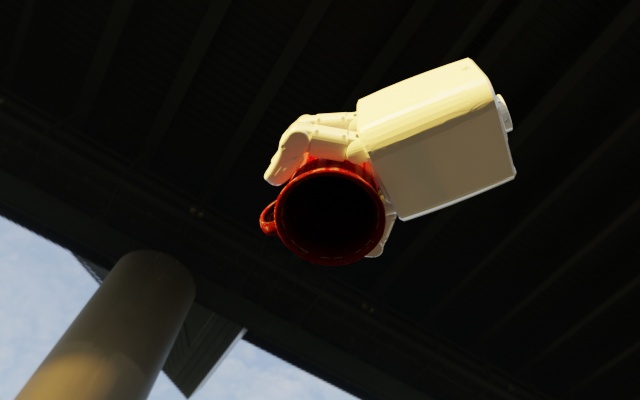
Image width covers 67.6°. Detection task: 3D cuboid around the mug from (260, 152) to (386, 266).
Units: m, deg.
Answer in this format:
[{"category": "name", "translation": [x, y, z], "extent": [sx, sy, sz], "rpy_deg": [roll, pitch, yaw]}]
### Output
[{"category": "mug", "translation": [-0.001, 0.002, 0.434], "extent": [0.117, 0.093, 0.081], "rpy_deg": [-20, 25, 16]}]
